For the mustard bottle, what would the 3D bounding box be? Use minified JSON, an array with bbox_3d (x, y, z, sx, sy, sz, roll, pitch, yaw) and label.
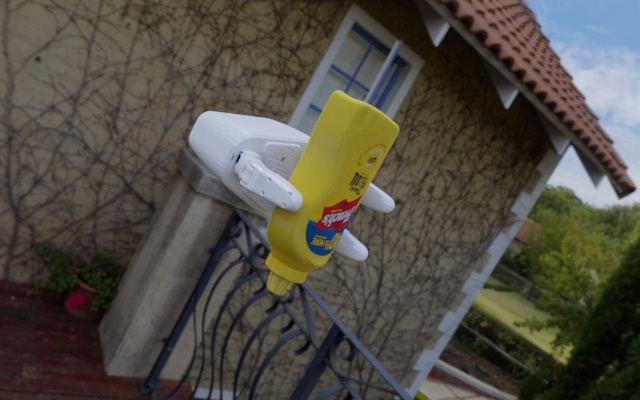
[{"bbox_3d":[0.000,0.001,0.441,0.058,0.191,0.096,31,8,24],"label":"mustard bottle"}]
